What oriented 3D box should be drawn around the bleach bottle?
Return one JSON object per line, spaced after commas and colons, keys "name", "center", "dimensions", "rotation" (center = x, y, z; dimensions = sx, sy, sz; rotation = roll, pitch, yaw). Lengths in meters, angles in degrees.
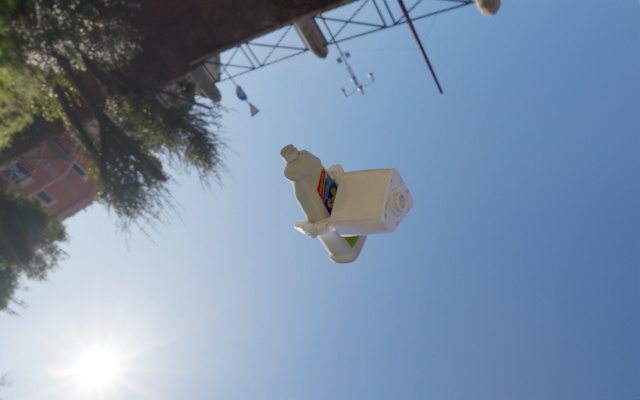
{"name": "bleach bottle", "center": [0.000, 0.003, 0.893], "dimensions": [0.068, 0.102, 0.251], "rotation": [-6, -47, 38]}
